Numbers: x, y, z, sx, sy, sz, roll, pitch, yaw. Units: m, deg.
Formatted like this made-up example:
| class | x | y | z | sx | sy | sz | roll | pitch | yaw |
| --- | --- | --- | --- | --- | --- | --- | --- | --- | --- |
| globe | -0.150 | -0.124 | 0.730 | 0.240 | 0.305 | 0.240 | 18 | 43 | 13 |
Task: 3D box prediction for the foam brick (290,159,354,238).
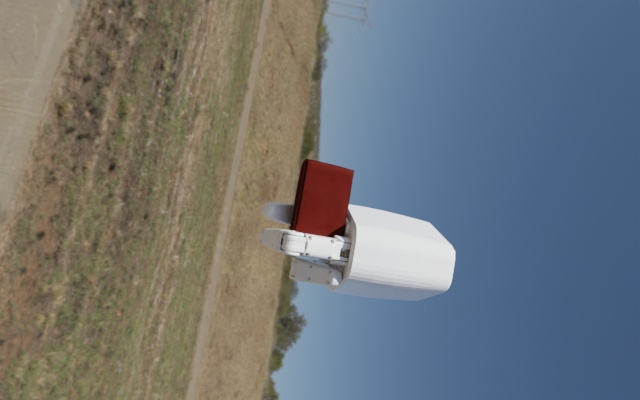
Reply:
| class | x | y | z | sx | sy | sz | roll | pitch | yaw |
| --- | --- | --- | --- | --- | --- | --- | --- | --- | --- |
| foam brick | 0.000 | 0.001 | 0.499 | 0.051 | 0.078 | 0.053 | 10 | -3 | -7 |
